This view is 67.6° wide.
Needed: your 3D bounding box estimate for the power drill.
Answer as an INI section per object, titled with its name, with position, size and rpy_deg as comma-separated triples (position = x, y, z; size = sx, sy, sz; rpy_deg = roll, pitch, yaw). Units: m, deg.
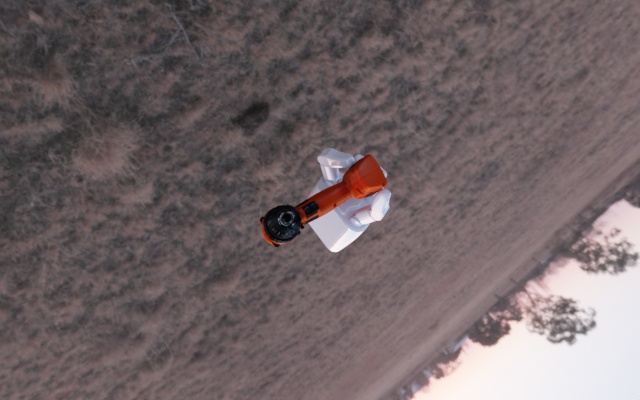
[power drill]
position = 0.000, 0.002, 0.689
size = 0.187, 0.057, 0.184
rpy_deg = -28, -1, -13
